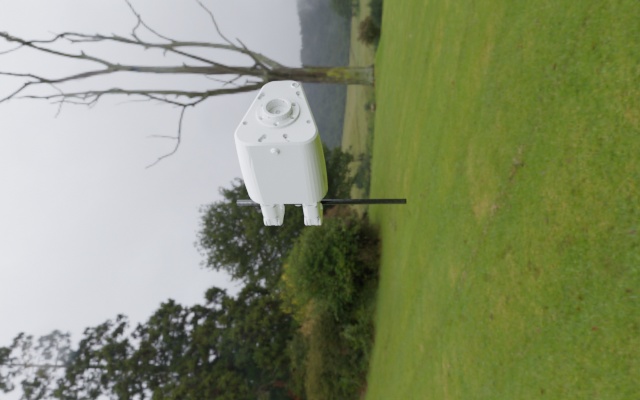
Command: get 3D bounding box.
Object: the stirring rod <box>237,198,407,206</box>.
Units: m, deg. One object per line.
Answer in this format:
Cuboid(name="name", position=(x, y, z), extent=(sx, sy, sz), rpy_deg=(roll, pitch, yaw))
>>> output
Cuboid(name="stirring rod", position=(0.000, 0.002, 0.678), extent=(0.239, 0.011, 0.011), rpy_deg=(-1, 0, 5))
